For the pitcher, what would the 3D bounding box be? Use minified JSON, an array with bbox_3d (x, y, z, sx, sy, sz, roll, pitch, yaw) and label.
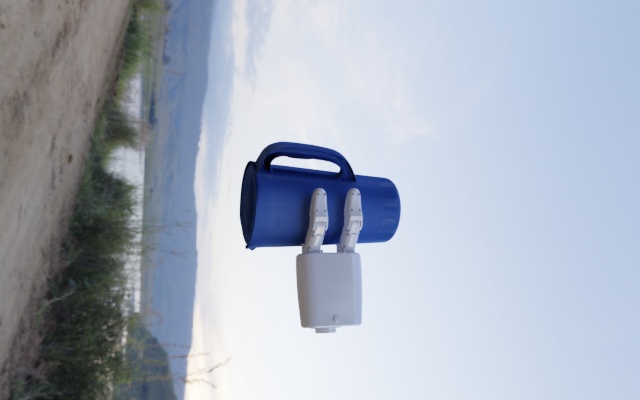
[{"bbox_3d":[0.000,0.003,0.745,0.243,0.145,0.149,2,-14,-19],"label":"pitcher"}]
